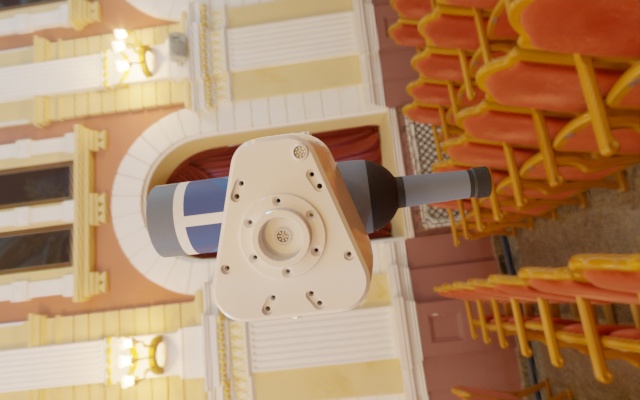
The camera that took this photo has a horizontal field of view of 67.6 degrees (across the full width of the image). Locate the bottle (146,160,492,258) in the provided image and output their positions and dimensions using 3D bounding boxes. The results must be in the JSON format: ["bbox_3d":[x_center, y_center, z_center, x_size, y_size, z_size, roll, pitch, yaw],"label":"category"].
[{"bbox_3d":[0.000,0.001,0.427,0.296,0.069,0.069,-7,-1,4],"label":"bottle"}]
